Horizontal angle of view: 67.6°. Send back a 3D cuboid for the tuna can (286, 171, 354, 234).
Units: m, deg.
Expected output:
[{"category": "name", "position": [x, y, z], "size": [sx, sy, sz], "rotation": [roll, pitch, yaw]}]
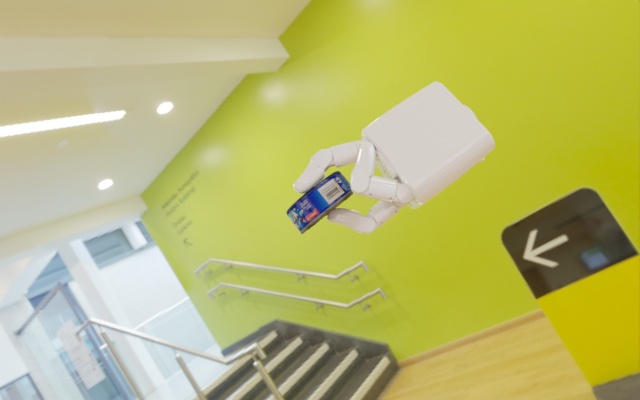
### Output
[{"category": "tuna can", "position": [0.000, 0.002, 0.584], "size": [0.086, 0.034, 0.086], "rotation": [-38, -4, -3]}]
